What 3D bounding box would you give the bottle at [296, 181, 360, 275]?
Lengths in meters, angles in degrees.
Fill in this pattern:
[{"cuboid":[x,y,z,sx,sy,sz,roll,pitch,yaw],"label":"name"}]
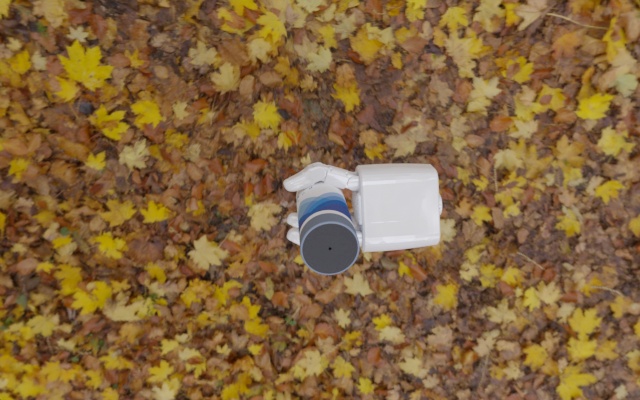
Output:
[{"cuboid":[0.000,0.002,0.664,0.069,0.069,0.295,0,21,-4],"label":"bottle"}]
